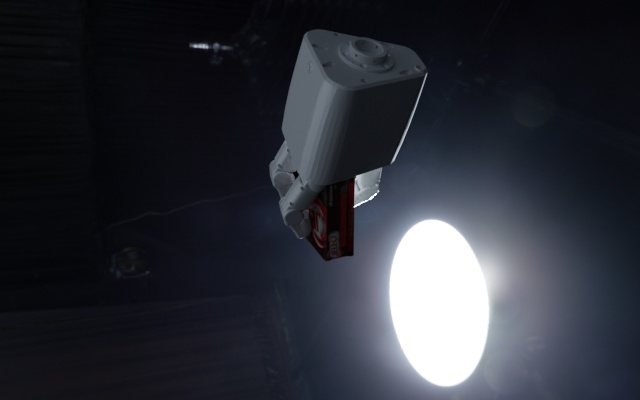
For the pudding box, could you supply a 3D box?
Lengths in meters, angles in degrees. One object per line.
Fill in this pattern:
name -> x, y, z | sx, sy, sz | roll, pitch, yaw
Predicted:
pudding box -> 0.000, 0.002, 0.526 | 0.039, 0.090, 0.113 | -7, 22, -18
